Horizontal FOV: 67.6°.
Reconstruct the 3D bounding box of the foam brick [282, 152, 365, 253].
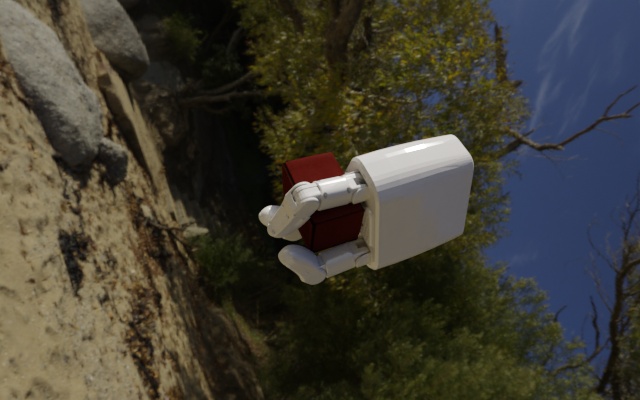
[{"bbox_3d":[0.000,0.001,0.459,0.051,0.078,0.053,-17,-33,-15],"label":"foam brick"}]
